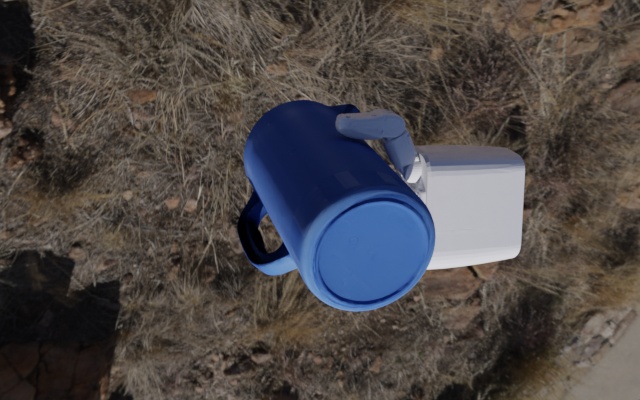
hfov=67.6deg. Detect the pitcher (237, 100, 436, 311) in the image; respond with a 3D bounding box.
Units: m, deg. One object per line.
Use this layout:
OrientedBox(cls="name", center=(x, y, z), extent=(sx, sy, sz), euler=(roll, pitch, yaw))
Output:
OrientedBox(cls="pitcher", center=(0.000, 0.001, 0.455), extent=(0.145, 0.149, 0.242), euler=(-3, 24, -15))
